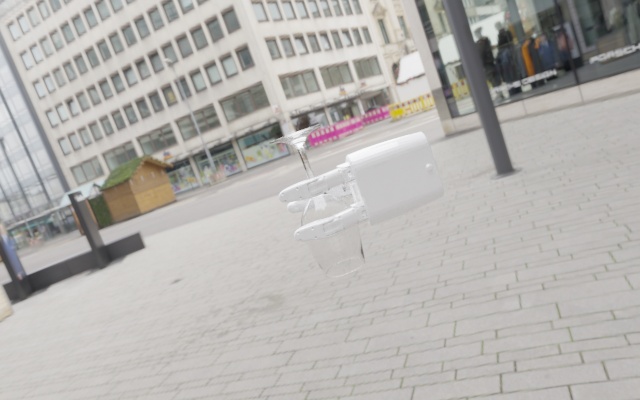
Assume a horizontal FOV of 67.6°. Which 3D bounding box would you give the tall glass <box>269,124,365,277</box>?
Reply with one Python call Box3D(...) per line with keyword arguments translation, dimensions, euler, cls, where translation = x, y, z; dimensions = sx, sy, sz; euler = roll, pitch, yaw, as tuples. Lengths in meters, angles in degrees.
Box3D(translation=(0.000, 0.002, 0.656), dimensions=(0.079, 0.201, 0.079), euler=(-20, 8, 3), cls="tall glass")
